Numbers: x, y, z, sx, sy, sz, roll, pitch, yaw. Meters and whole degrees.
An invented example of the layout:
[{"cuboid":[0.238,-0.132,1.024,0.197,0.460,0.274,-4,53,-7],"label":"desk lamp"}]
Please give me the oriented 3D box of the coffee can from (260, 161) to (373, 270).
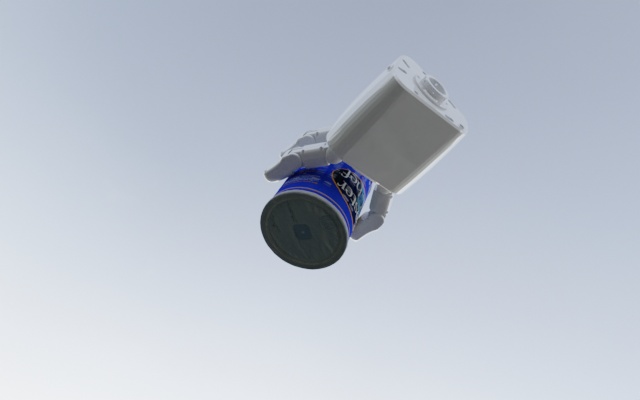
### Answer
[{"cuboid":[0.000,0.002,0.585,0.103,0.103,0.140,0,29,19],"label":"coffee can"}]
